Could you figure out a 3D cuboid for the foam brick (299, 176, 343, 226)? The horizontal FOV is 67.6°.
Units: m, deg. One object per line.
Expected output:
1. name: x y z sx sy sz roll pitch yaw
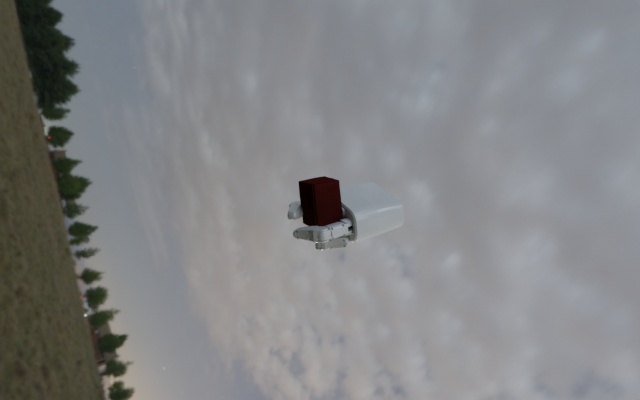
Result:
1. foam brick: 0.000 0.002 0.800 0.051 0.078 0.053 -13 17 -27
